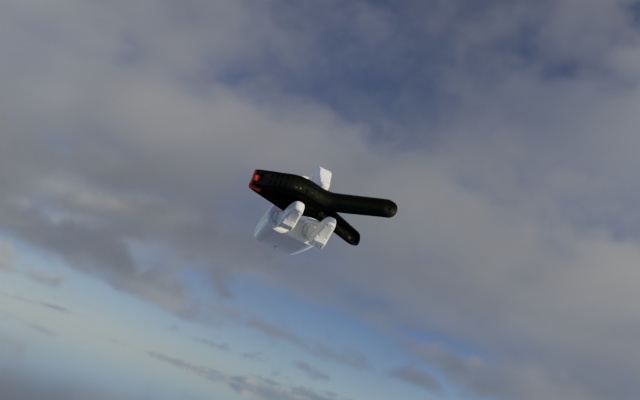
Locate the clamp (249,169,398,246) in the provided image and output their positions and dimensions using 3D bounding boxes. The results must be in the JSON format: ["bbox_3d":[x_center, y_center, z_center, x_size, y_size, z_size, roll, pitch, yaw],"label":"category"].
[{"bbox_3d":[0.000,0.001,0.705,0.210,0.036,0.165,25,-27,-14],"label":"clamp"}]
